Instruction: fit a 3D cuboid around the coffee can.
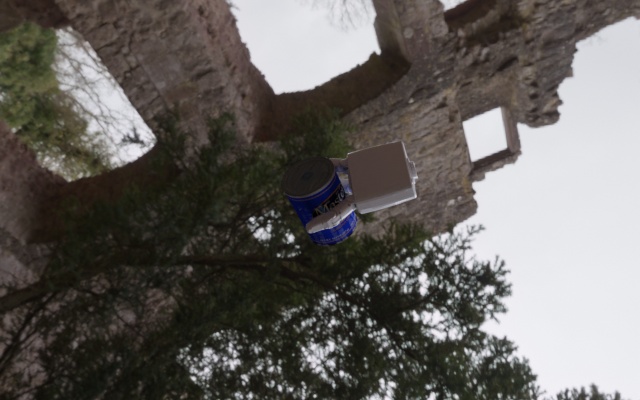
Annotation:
[{"bbox_3d":[0.000,0.003,0.898,0.103,0.102,0.140,0,-44,28],"label":"coffee can"}]
